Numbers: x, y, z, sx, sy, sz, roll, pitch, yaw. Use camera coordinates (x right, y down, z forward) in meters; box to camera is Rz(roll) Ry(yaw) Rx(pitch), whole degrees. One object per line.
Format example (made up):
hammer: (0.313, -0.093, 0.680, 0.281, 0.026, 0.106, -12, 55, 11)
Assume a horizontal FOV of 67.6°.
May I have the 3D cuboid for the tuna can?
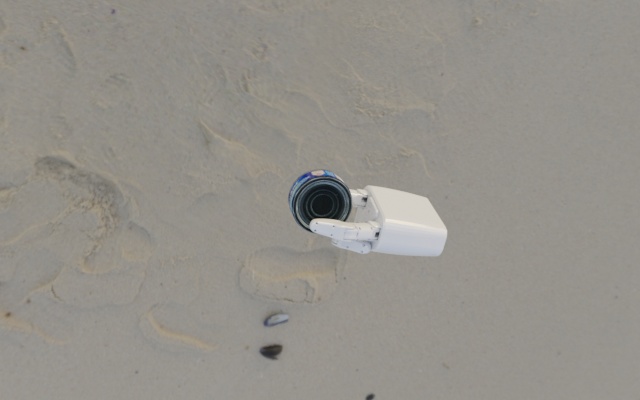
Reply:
tuna can: (0.000, 0.002, 0.657, 0.086, 0.086, 0.033, 0, 20, -12)
